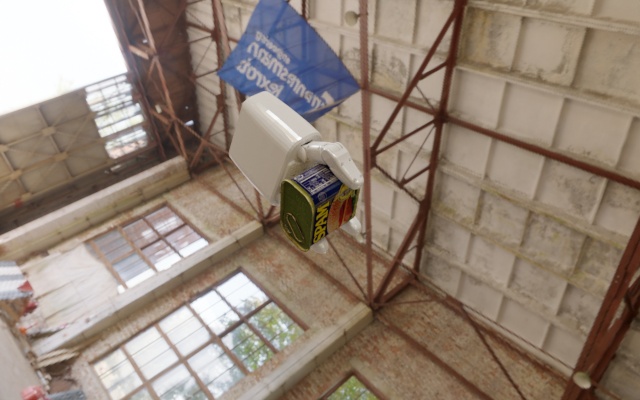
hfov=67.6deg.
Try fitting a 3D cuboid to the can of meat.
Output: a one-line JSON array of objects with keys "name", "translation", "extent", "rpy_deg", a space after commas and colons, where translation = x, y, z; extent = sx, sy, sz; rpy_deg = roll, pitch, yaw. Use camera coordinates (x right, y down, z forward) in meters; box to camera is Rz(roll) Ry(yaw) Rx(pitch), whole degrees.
[{"name": "can of meat", "translation": [0.000, 0.002, 0.590], "extent": [0.084, 0.102, 0.057], "rpy_deg": [-31, 58, -29]}]
